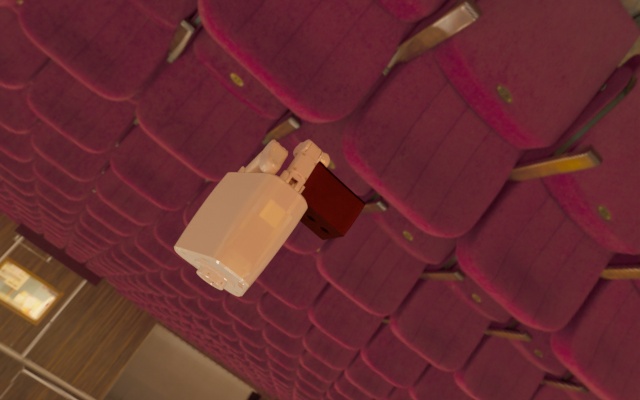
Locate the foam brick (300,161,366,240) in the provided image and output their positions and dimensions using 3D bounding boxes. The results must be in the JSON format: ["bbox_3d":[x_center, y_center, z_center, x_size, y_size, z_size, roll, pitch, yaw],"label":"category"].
[{"bbox_3d":[0.000,0.002,0.548,0.078,0.051,0.053,41,-26,-17],"label":"foam brick"}]
